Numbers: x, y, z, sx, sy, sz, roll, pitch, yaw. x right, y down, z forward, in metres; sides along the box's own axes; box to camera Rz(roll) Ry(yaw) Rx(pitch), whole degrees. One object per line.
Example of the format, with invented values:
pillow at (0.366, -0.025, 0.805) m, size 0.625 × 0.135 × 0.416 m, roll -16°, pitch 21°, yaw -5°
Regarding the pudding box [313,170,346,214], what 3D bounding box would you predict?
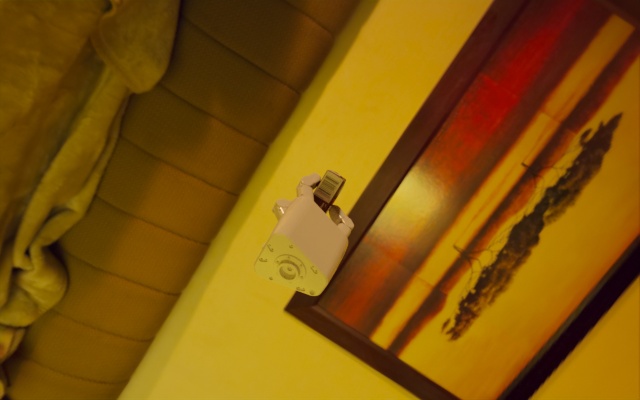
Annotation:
pudding box at (0.000, 0.003, 0.821) m, size 0.039 × 0.113 × 0.090 m, roll 34°, pitch 5°, yaw 1°
